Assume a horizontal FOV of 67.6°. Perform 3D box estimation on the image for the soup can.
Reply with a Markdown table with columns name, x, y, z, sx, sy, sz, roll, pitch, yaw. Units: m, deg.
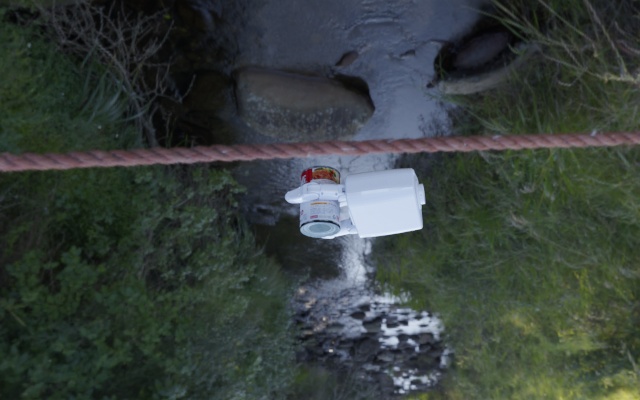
| name | x | y | z | sx | sy | sz | roll | pitch | yaw |
| --- | --- | --- | --- | --- | --- | --- | --- | --- | --- |
| soup can | 0.000 | 0.003 | 0.790 | 0.068 | 0.102 | 0.068 | 0 | -26 | 0 |
